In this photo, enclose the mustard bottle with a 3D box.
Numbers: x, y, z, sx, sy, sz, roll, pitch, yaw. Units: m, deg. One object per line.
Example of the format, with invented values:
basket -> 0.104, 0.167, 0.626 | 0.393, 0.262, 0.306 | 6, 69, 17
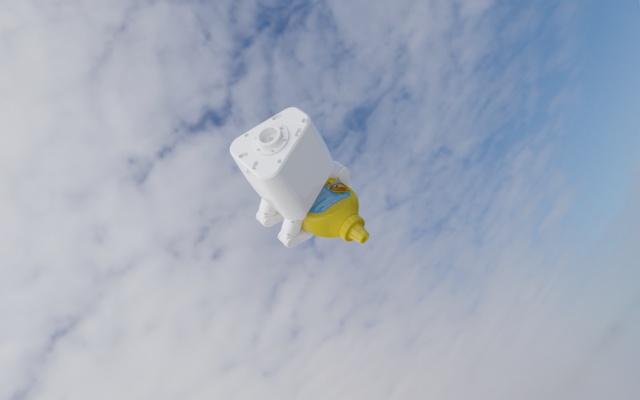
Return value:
mustard bottle -> 0.000, 0.002, 0.717 | 0.096, 0.058, 0.191 | -29, 51, -30
